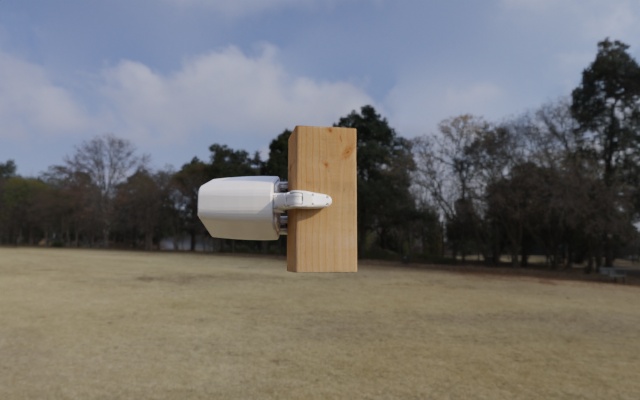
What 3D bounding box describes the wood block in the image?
[{"bbox_3d":[0.000,0.002,0.708,0.090,0.206,0.091,1,-7,-11],"label":"wood block"}]
